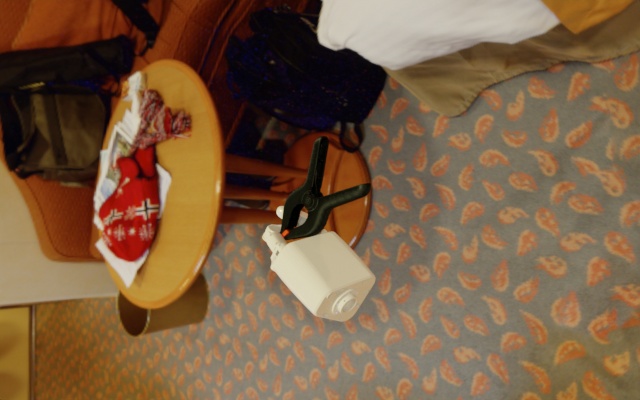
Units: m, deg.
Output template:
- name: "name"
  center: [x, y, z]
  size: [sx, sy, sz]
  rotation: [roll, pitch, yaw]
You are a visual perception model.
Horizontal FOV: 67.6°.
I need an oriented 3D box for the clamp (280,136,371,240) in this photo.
- name: "clamp"
  center: [0.000, 0.002, 0.720]
  size: [0.039, 0.171, 0.120]
  rotation: [5, 31, -47]
